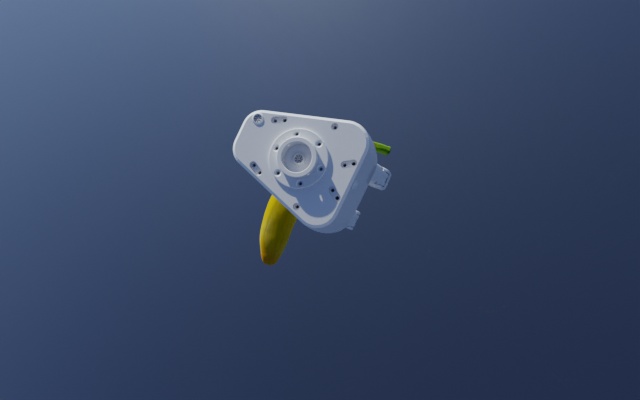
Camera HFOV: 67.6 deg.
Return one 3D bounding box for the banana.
[{"bbox_3d":[-0.010,-0.014,0.539,0.198,0.069,0.037,-43,7,0],"label":"banana"}]
